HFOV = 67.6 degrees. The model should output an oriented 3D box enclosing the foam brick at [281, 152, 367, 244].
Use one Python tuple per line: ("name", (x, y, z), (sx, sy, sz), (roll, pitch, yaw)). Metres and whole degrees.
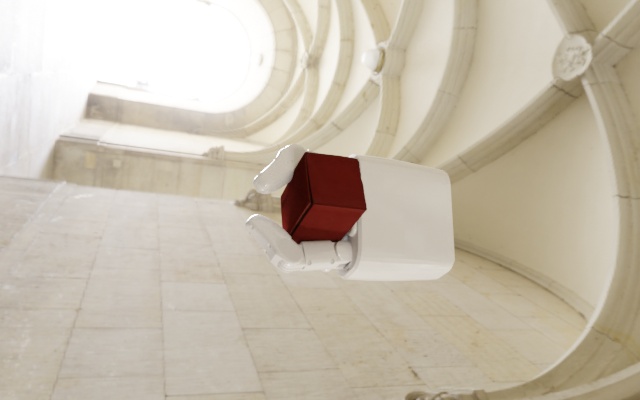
("foam brick", (0.000, 0.001, 0.424), (0.051, 0.053, 0.078), (5, -31, -20))
